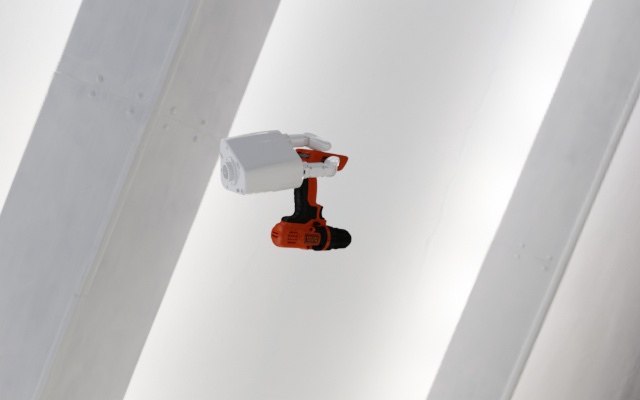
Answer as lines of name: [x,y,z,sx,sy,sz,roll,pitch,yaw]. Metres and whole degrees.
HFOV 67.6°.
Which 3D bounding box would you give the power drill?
power drill: [0.000,0.002,0.895,0.184,0.187,0.057,7,3,-43]
